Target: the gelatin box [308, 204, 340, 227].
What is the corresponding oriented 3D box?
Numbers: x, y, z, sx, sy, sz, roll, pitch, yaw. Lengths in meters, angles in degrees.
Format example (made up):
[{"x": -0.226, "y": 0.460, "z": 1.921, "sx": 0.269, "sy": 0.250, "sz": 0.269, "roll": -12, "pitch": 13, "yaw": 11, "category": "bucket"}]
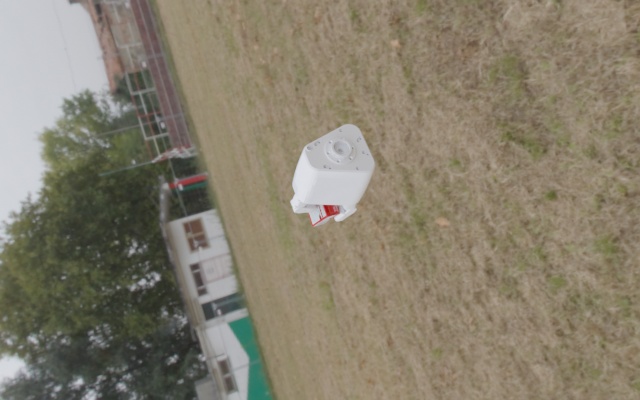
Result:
[{"x": 0.000, "y": 0.003, "z": 0.896, "sx": 0.030, "sy": 0.073, "sz": 0.089, "roll": -13, "pitch": -10, "yaw": -22, "category": "gelatin box"}]
